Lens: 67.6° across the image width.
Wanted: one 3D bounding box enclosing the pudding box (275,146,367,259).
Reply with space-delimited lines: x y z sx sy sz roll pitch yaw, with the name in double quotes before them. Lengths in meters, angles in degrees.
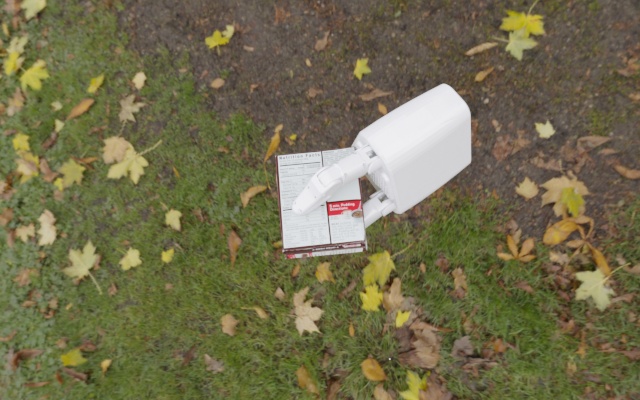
"pudding box" 0.000 0.002 0.514 0.090 0.113 0.039 -6 -21 2
